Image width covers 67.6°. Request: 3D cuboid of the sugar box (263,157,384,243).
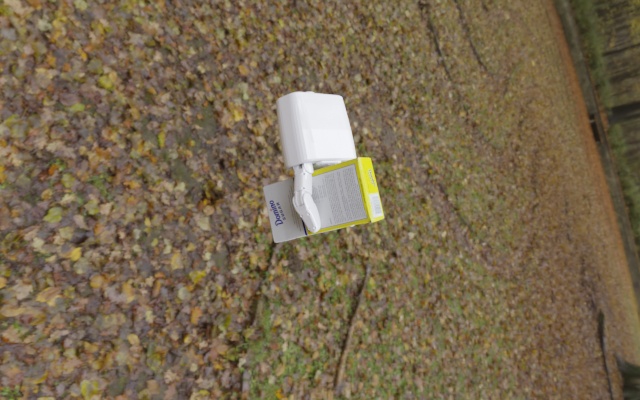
[{"bbox_3d":[0.000,0.002,0.716,0.176,0.093,0.048,-14,-4,34],"label":"sugar box"}]
